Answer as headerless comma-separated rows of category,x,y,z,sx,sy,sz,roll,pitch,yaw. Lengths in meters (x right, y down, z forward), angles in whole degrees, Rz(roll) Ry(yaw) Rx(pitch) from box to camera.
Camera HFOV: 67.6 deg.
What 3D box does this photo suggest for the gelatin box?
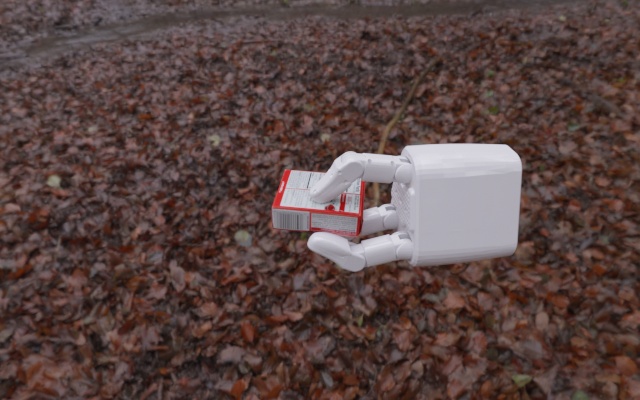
gelatin box,0.000,0.001,0.488,0.089,0.030,0.073,5,35,4
